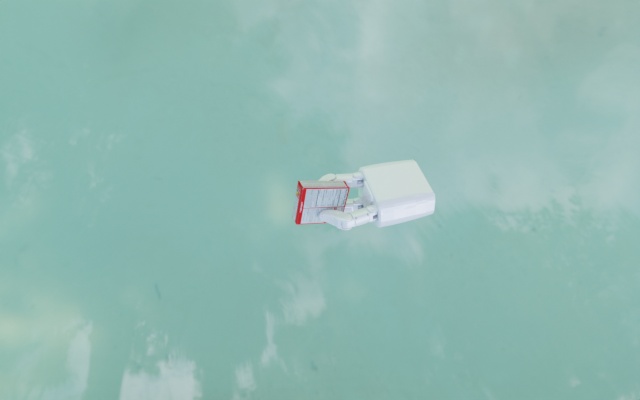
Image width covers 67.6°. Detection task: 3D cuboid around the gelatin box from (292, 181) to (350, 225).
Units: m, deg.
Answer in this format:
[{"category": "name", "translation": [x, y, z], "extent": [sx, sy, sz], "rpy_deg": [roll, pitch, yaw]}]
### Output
[{"category": "gelatin box", "translation": [0.000, 0.003, 0.825], "extent": [0.089, 0.073, 0.030], "rpy_deg": [-2, 32, -22]}]
